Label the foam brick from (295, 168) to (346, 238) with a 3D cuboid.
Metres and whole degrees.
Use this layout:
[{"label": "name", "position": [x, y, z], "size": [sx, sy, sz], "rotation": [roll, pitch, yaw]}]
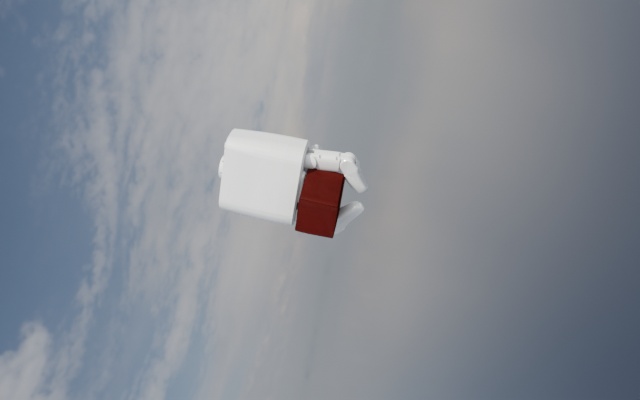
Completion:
[{"label": "foam brick", "position": [0.000, 0.002, 0.617], "size": [0.051, 0.053, 0.078], "rotation": [12, 36, 1]}]
